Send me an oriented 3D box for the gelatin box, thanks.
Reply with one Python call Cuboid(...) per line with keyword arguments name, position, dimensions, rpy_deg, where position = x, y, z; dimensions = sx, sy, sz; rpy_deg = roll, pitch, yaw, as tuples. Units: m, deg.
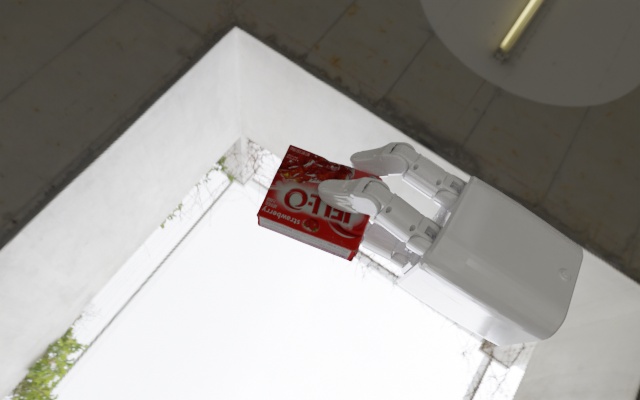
Cuboid(name="gelatin box", position=(0.000, 0.001, 0.409), dimensions=(0.089, 0.073, 0.030), rpy_deg=(21, -25, 4))
